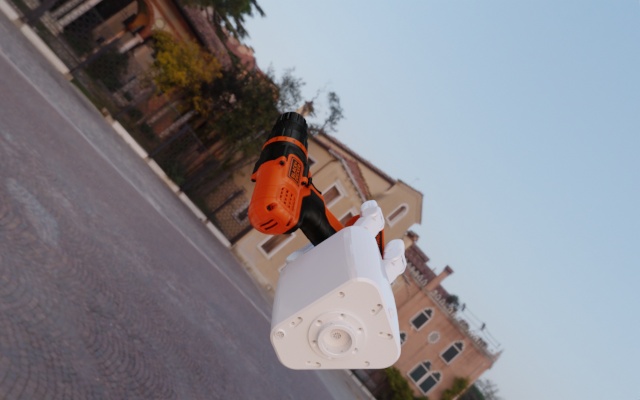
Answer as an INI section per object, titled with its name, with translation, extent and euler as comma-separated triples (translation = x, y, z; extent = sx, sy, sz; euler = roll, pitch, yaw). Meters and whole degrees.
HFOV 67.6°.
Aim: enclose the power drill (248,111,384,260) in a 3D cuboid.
[power drill]
translation = 0.000, 0.002, 0.559
extent = 0.057, 0.184, 0.188
euler = -29, -56, 32
